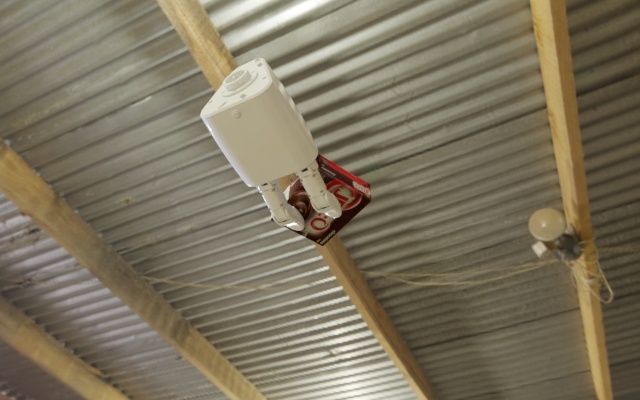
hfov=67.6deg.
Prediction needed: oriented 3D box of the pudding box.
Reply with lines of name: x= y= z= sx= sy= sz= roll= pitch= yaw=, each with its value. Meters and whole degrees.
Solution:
pudding box: x=0.000 y=0.002 z=0.642 sx=0.090 sy=0.039 sz=0.113 roll=29 pitch=-52 yaw=-22
